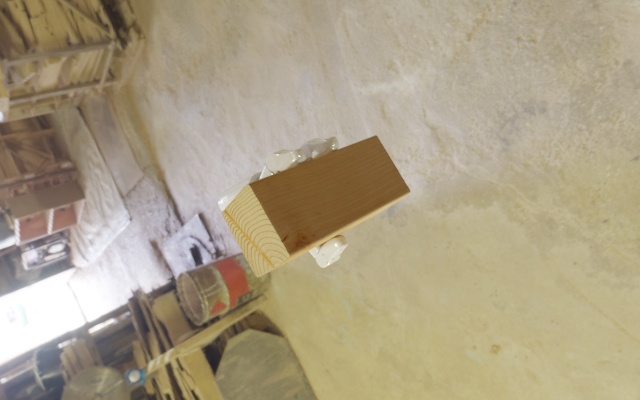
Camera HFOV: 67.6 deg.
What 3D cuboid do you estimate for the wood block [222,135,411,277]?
[{"bbox_3d":[0.000,0.002,0.585,0.206,0.091,0.090,-25,-8,-38],"label":"wood block"}]
